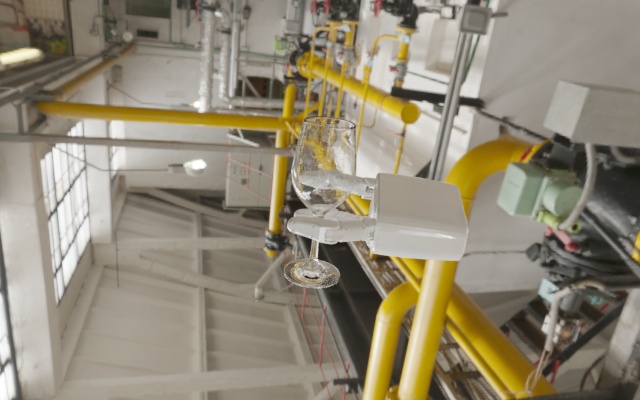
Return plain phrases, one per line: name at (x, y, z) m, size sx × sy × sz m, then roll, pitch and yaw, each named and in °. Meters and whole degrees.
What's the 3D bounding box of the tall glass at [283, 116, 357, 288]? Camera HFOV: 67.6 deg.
tall glass at (0.000, 0.003, 0.586) m, size 0.079 × 0.201 × 0.079 m, roll 6°, pitch 20°, yaw -2°
